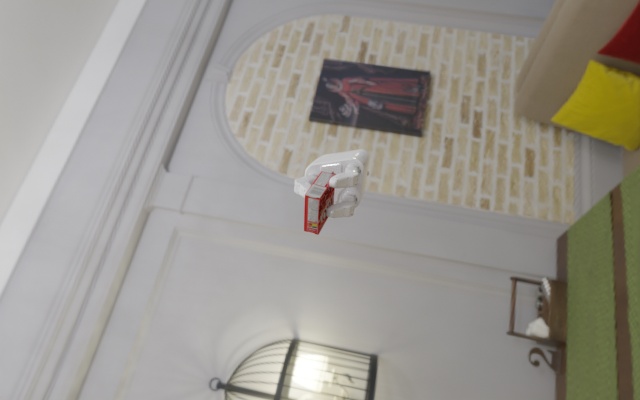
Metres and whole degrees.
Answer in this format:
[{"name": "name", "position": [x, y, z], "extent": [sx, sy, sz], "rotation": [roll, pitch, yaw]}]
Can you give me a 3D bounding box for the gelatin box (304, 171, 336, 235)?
[{"name": "gelatin box", "position": [0.000, 0.003, 0.809], "extent": [0.030, 0.073, 0.089], "rotation": [13, 34, 14]}]
